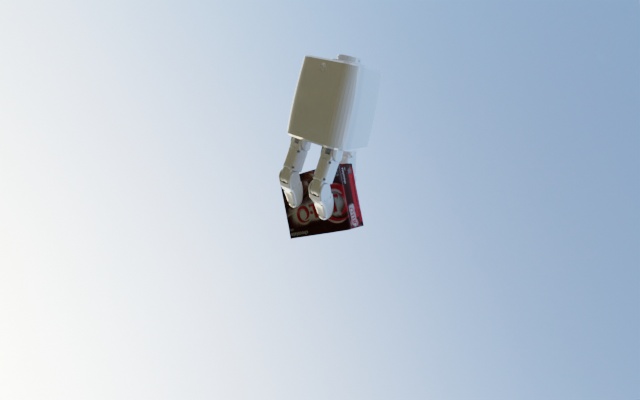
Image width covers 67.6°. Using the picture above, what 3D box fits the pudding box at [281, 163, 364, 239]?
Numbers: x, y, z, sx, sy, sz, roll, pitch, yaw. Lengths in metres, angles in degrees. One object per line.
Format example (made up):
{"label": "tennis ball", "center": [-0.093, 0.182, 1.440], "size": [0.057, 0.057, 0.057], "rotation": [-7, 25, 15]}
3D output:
{"label": "pudding box", "center": [0.000, 0.002, 0.672], "size": [0.113, 0.090, 0.039], "rotation": [-13, -3, 40]}
